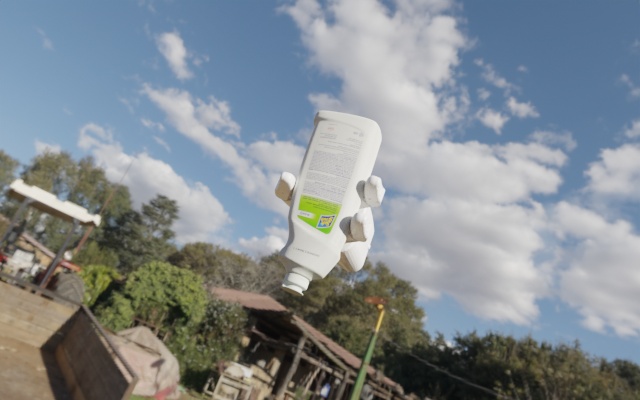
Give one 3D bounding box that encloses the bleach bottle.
[{"bbox_3d":[0.000,0.002,0.638,0.102,0.250,0.068,13,-23,20],"label":"bleach bottle"}]
